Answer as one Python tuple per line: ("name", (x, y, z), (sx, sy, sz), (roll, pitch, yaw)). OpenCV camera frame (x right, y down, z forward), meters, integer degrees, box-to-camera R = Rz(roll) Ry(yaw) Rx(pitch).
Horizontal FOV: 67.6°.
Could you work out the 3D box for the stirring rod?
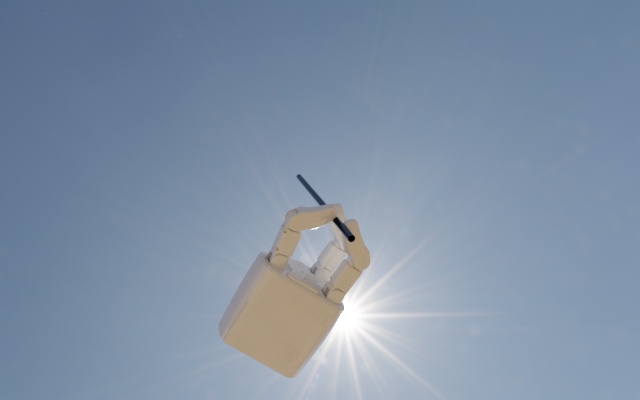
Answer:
("stirring rod", (0.000, 0.002, 0.603), (0.011, 0.011, 0.239), (0, 18, -16))
